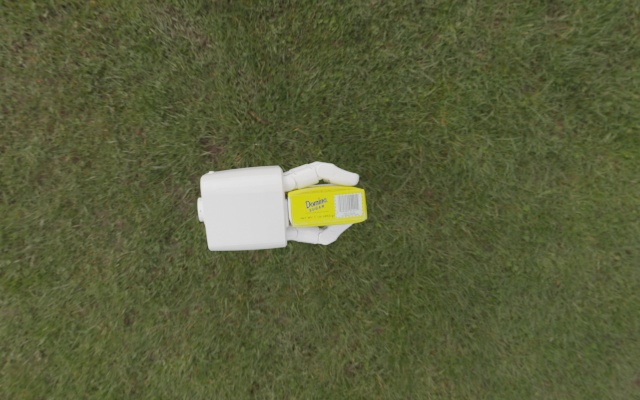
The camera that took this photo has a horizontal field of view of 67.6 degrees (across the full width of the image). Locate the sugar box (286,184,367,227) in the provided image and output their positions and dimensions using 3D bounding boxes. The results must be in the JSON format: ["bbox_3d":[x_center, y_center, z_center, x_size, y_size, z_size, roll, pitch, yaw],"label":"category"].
[{"bbox_3d":[0.000,0.002,0.657,0.093,0.048,0.176,-4,7,-7],"label":"sugar box"}]
